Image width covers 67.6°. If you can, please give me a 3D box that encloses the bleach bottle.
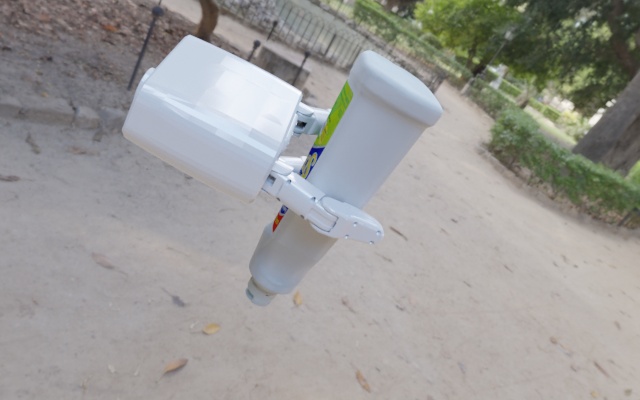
[{"bbox_3d":[0.000,0.001,0.413,0.068,0.251,0.102,27,24,-13],"label":"bleach bottle"}]
